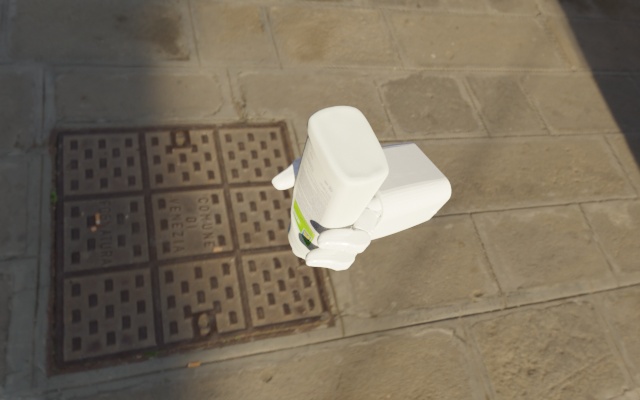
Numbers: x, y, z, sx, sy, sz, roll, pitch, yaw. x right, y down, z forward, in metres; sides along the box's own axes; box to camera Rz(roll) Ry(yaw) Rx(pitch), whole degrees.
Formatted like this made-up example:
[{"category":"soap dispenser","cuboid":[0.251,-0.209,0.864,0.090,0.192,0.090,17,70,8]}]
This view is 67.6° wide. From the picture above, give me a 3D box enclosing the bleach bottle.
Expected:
[{"category":"bleach bottle","cuboid":[0.000,0.002,0.590,0.068,0.102,0.251,-15,-23,-23]}]
